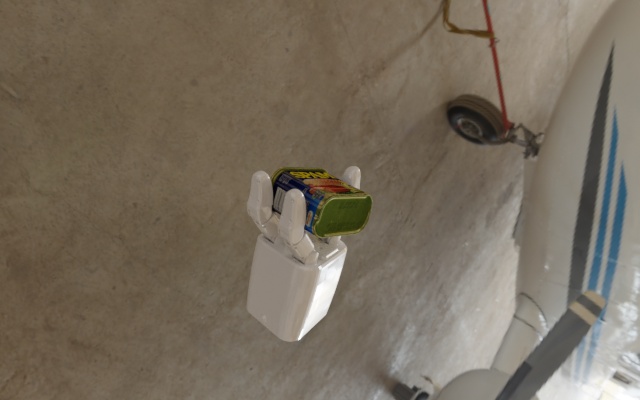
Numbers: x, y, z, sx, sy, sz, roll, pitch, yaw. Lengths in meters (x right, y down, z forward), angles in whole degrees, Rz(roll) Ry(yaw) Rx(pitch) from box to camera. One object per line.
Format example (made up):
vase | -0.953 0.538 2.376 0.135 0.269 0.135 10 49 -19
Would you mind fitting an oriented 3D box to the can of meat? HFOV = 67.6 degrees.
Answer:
can of meat | 0.000 0.002 0.563 0.084 0.057 0.102 29 21 37
